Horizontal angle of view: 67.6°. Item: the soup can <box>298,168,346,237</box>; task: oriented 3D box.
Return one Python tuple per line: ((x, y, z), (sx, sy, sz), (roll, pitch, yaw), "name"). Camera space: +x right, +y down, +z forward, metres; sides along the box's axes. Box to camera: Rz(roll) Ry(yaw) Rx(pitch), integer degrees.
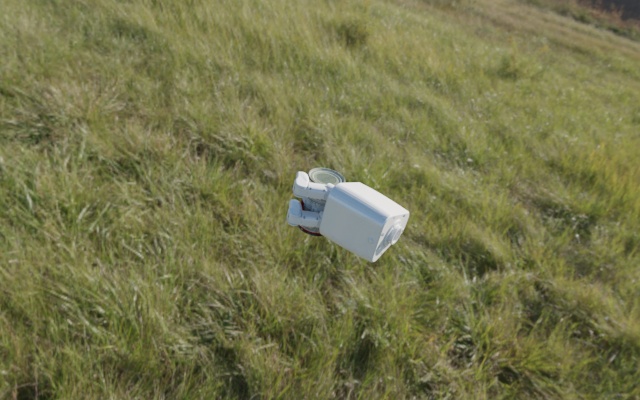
((0.000, 0.002, 0.835), (0.068, 0.102, 0.068), (11, 31, -6), "soup can")
